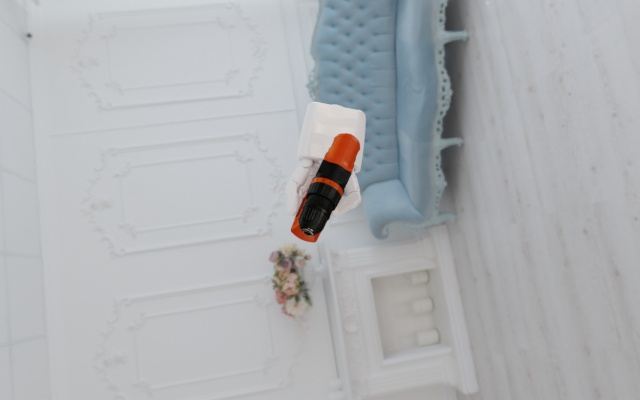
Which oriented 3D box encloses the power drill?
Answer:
[{"bbox_3d":[0.000,0.003,0.786,0.057,0.184,0.188,27,-28,-2],"label":"power drill"}]
